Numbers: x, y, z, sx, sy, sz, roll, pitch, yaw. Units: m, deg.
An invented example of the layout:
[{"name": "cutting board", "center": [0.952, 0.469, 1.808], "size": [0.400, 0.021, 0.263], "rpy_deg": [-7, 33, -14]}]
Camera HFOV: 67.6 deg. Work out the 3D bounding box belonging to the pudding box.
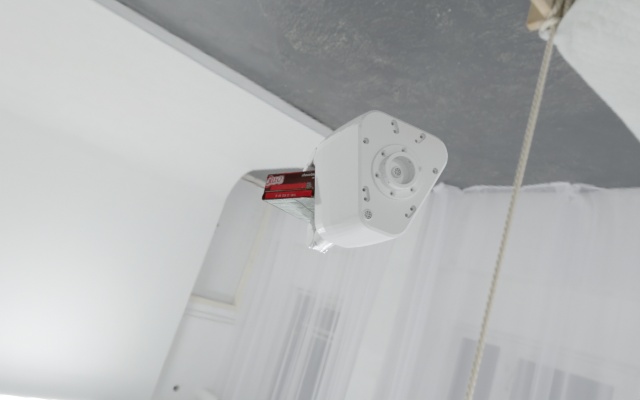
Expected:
[{"name": "pudding box", "center": [0.000, 0.002, 0.575], "size": [0.090, 0.039, 0.113], "rpy_deg": [-1, -24, 43]}]
